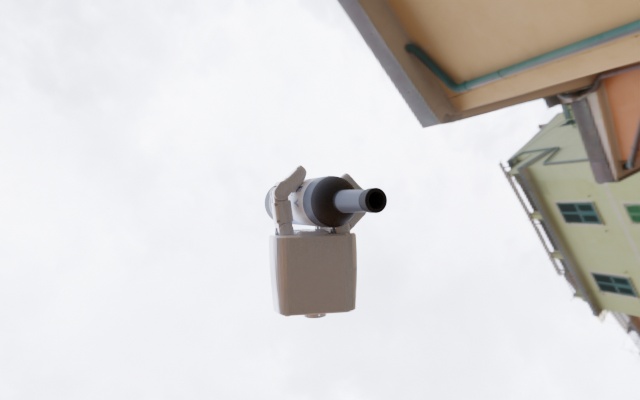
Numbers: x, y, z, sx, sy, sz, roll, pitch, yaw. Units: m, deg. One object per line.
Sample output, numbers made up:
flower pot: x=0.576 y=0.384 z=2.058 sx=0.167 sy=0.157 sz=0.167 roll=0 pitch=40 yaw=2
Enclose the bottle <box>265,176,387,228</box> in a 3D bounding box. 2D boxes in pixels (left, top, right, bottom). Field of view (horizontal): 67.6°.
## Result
bottle: x=0.000 y=0.002 z=0.642 sx=0.069 sy=0.069 sz=0.295 roll=0 pitch=-1 yaw=-24
